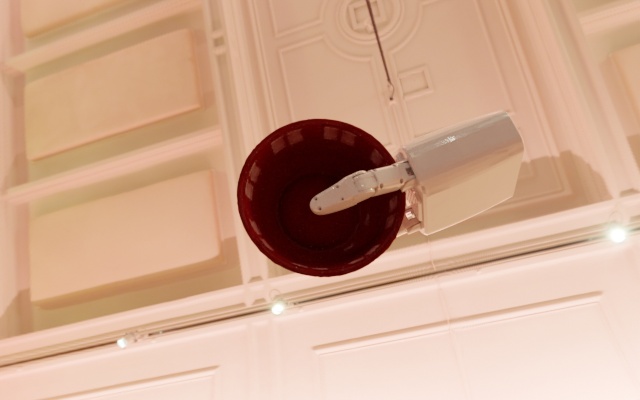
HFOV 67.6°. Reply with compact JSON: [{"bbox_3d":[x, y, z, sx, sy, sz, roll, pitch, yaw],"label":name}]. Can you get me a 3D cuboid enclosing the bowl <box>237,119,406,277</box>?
[{"bbox_3d":[-0.001,0.002,0.478,0.162,0.162,0.055,0,-20,-4],"label":"bowl"}]
